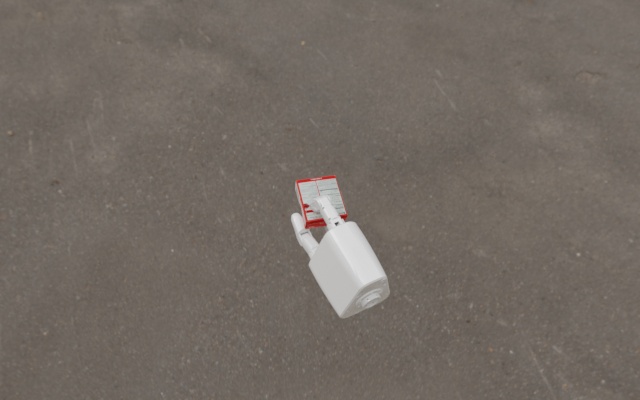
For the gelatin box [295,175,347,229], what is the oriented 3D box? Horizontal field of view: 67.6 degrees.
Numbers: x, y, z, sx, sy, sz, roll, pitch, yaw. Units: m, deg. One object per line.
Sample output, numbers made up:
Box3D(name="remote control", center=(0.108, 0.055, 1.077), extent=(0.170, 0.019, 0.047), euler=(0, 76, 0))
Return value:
Box3D(name="gelatin box", center=(0.000, 0.002, 0.836), extent=(0.073, 0.089, 0.030), euler=(-9, -30, -12))
